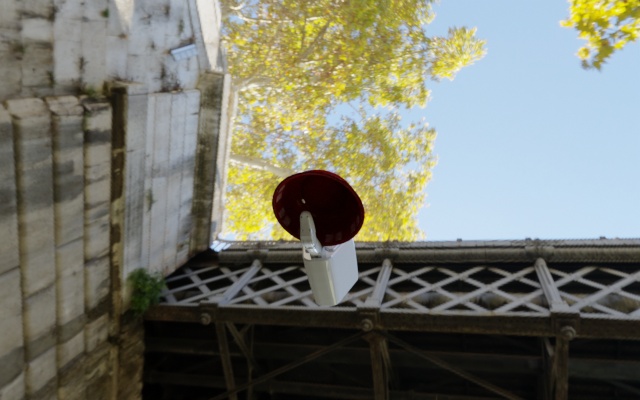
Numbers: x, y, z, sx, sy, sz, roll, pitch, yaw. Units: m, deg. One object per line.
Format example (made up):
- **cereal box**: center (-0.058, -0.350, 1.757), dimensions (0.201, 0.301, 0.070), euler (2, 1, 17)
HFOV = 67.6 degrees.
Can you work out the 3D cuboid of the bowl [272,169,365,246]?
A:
- **bowl**: center (0.000, 0.001, 0.829), dimensions (0.162, 0.162, 0.055), euler (0, 37, 15)
